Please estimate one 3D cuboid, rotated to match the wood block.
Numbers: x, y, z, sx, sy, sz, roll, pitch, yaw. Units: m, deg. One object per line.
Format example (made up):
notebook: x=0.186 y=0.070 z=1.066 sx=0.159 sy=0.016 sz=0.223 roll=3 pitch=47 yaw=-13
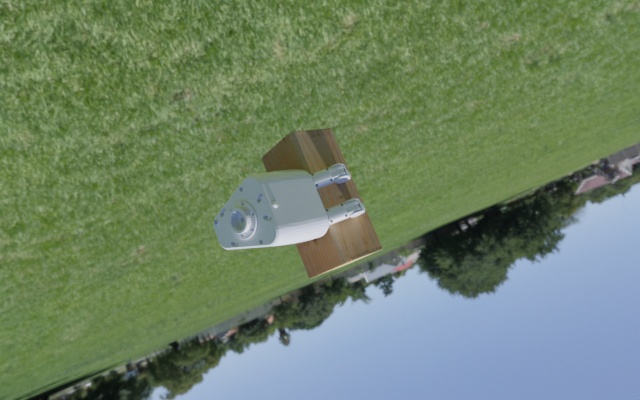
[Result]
wood block: x=0.000 y=0.003 z=0.739 sx=0.090 sy=0.206 sz=0.091 roll=-14 pitch=-13 yaw=-43
